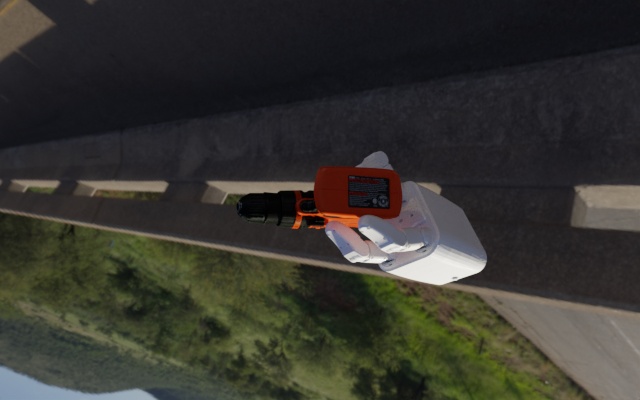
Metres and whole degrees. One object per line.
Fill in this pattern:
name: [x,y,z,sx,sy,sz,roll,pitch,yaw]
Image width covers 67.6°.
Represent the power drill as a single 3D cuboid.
power drill: [0.001,0.002,0.591,0.184,0.057,0.187,1,-7,-19]
